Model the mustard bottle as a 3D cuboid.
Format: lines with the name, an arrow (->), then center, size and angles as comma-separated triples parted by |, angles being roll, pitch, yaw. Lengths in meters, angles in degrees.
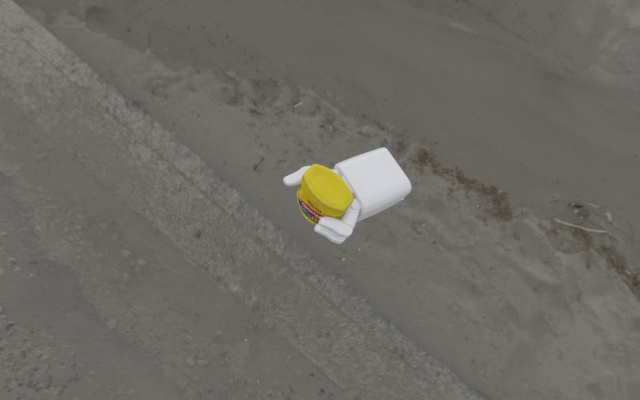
mustard bottle -> 0.000, 0.003, 0.891 | 0.096, 0.058, 0.192 | 41, -18, 4
